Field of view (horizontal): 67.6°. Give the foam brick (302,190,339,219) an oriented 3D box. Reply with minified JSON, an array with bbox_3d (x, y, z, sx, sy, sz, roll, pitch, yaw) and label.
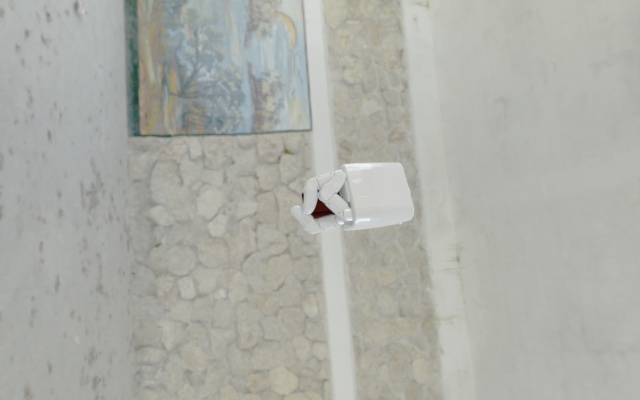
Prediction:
[{"bbox_3d":[0.000,0.003,0.856,0.051,0.053,0.078,-7,-7,-13],"label":"foam brick"}]
